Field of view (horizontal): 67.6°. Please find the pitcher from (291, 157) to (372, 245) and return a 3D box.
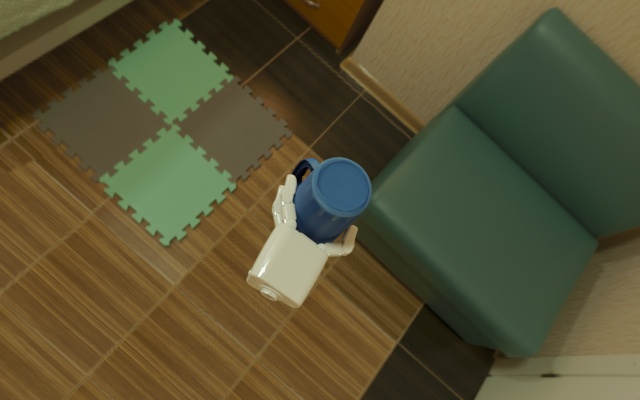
[{"bbox_3d":[0.000,0.003,0.895,0.149,0.145,0.243,32,-25,-5],"label":"pitcher"}]
